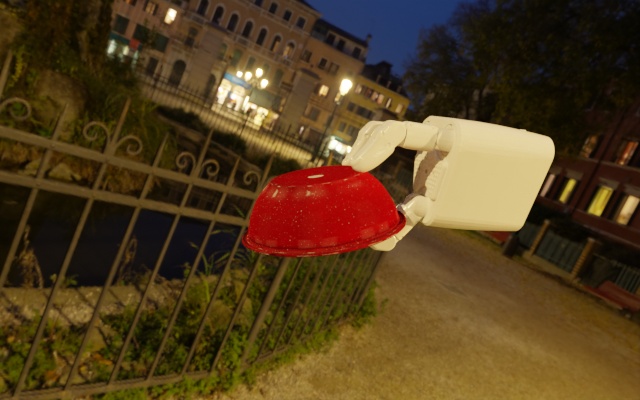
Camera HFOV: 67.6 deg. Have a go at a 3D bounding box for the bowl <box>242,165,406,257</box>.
[{"bbox_3d":[-0.001,0.001,0.463,0.162,0.055,0.162,-7,14,2],"label":"bowl"}]
